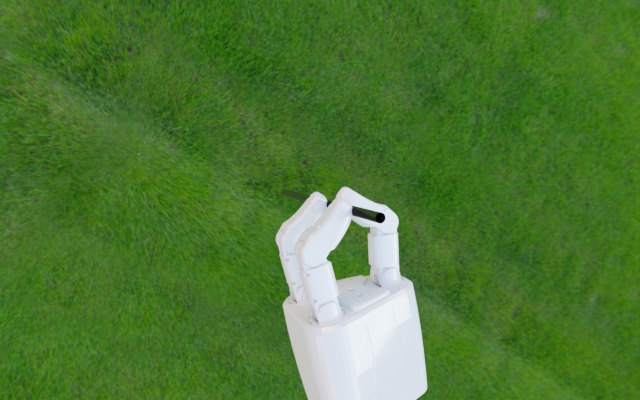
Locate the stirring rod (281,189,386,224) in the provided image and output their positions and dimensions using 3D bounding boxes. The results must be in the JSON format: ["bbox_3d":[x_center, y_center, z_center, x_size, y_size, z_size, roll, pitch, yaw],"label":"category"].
[{"bbox_3d":[0.000,0.002,0.449,0.011,0.011,0.239,0,5,-21],"label":"stirring rod"}]
